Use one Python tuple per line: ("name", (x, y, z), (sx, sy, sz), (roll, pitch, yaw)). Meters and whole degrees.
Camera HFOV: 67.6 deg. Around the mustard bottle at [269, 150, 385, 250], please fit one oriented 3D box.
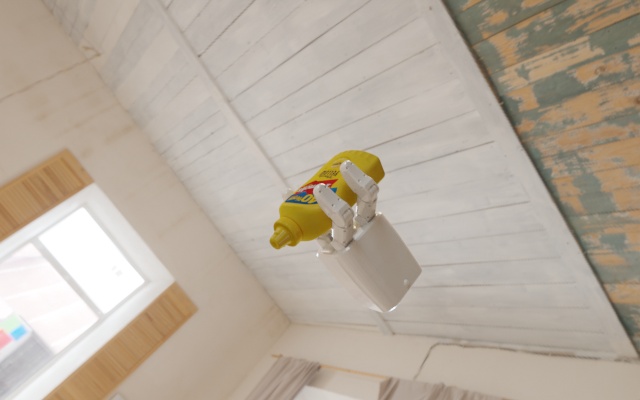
("mustard bottle", (0.000, 0.002, 0.653), (0.096, 0.058, 0.191), (6, 39, 44))
